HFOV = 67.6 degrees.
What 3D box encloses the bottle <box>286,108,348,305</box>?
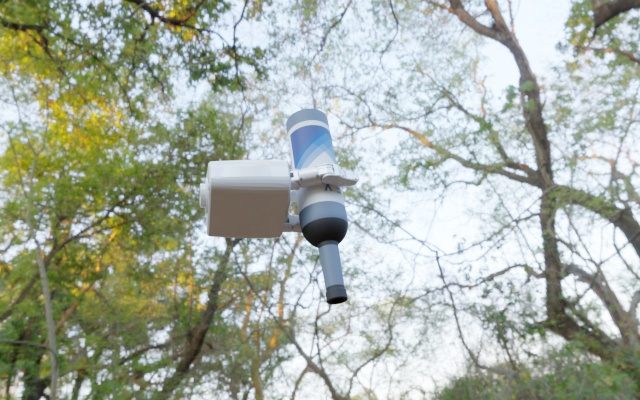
[{"bbox_3d":[0.000,0.002,0.677,0.069,0.295,0.069,-7,-31,-4],"label":"bottle"}]
